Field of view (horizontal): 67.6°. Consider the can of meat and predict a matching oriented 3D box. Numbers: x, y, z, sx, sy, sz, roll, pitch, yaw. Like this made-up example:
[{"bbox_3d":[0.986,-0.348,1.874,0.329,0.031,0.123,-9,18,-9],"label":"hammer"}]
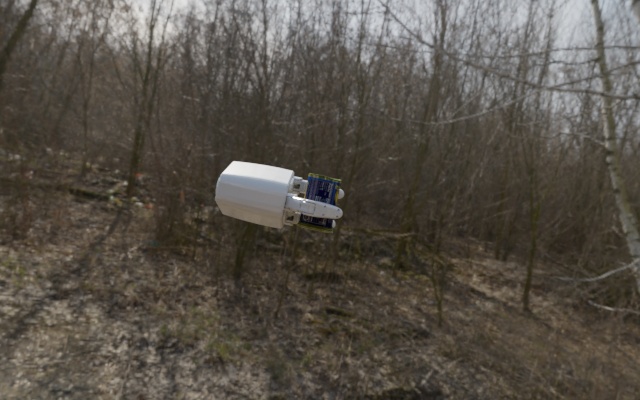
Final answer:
[{"bbox_3d":[0.000,0.002,0.765,0.057,0.084,0.102,12,2,1],"label":"can of meat"}]
